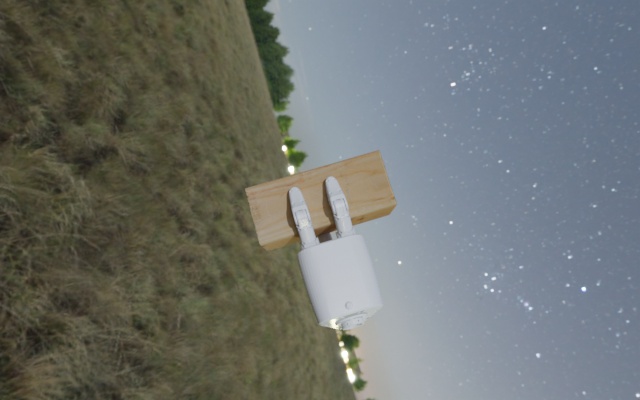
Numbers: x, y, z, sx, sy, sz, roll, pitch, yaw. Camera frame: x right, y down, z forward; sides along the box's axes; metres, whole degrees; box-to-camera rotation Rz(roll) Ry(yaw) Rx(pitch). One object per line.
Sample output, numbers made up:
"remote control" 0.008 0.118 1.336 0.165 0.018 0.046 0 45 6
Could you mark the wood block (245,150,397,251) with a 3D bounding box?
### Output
"wood block" 0.000 0.003 0.734 0.206 0.090 0.091 -16 -11 -3
